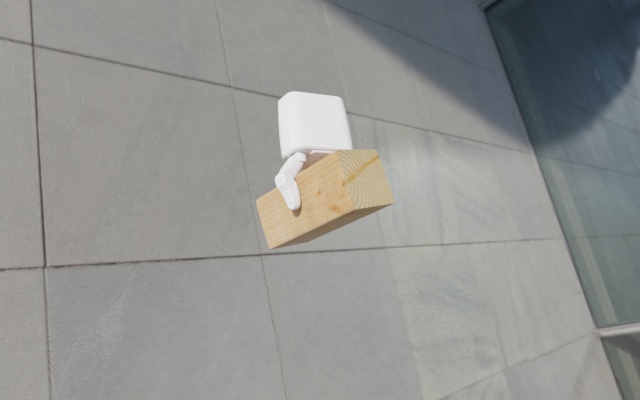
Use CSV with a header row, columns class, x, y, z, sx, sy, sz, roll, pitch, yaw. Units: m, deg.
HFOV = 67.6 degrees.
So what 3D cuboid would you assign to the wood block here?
class,x,y,z,sx,sy,sz,roll,pitch,yaw
wood block,0.000,0.002,0.750,0.091,0.090,0.206,-6,-16,-44
